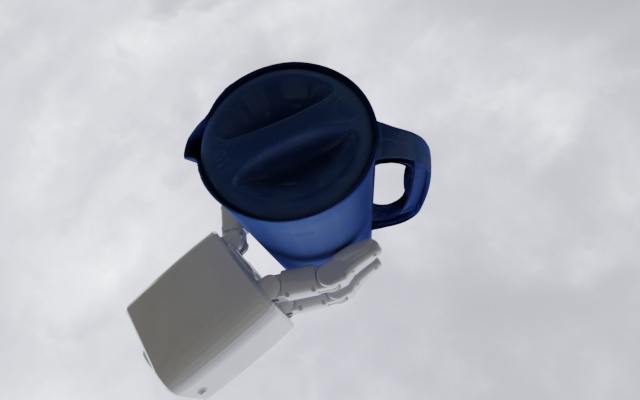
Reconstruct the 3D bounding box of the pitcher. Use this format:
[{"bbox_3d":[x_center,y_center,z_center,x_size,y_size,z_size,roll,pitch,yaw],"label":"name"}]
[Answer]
[{"bbox_3d":[0.000,0.002,0.440,0.149,0.145,0.243,44,-11,23],"label":"pitcher"}]
